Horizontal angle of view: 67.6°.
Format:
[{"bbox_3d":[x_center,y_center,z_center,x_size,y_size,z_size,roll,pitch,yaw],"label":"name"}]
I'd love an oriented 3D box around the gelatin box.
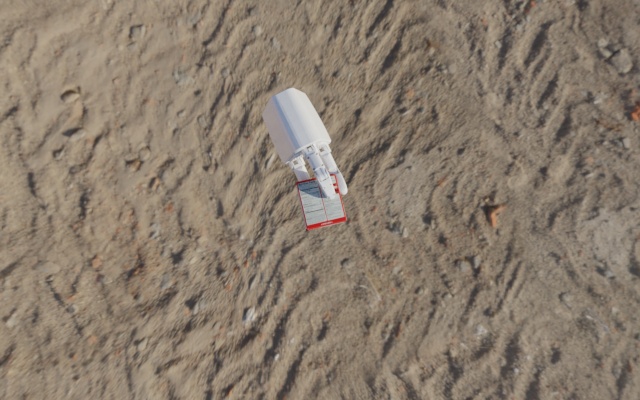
[{"bbox_3d":[0.000,0.003,0.852,0.073,0.089,0.030,-13,-5,-9],"label":"gelatin box"}]
